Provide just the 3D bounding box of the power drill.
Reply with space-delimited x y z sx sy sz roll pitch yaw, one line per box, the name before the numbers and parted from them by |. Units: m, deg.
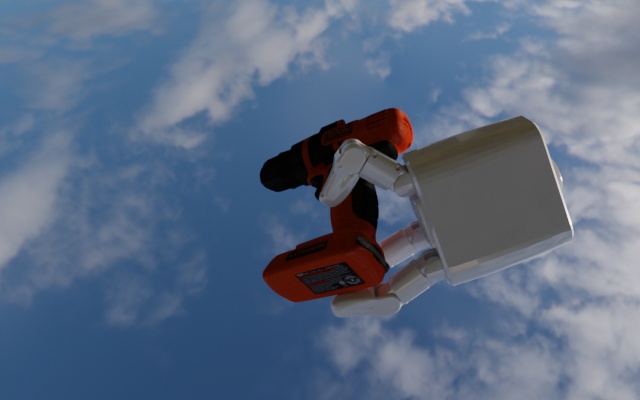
power drill | 0.000 0.002 0.466 0.184 0.187 0.057 -20 -47 31
